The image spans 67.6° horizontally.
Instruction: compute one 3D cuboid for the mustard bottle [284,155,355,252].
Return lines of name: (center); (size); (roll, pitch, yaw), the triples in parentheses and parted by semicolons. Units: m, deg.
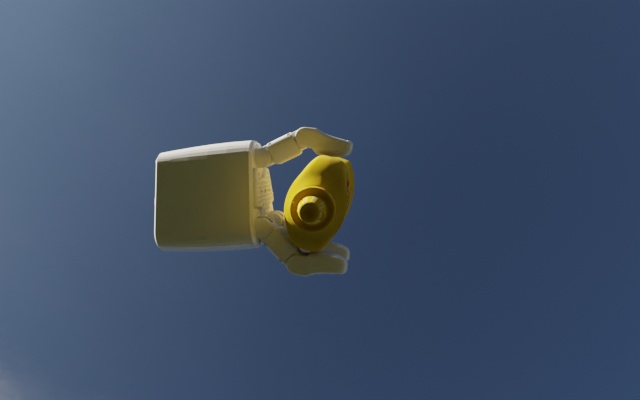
mustard bottle: (0.000, 0.002, 0.493); (0.058, 0.096, 0.191); (19, 7, 5)
